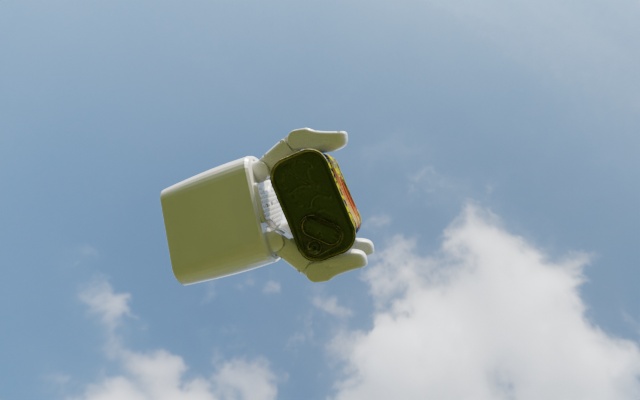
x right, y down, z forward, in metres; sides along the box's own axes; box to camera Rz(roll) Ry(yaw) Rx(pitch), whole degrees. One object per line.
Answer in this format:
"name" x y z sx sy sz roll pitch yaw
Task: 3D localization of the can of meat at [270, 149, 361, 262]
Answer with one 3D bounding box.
"can of meat" 0.000 0.001 0.477 0.057 0.102 0.084 -23 1 12
